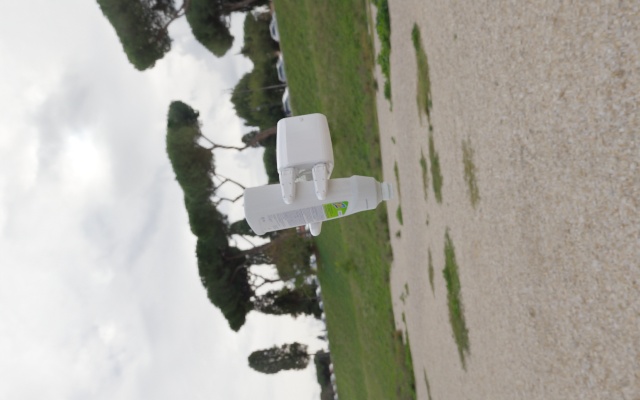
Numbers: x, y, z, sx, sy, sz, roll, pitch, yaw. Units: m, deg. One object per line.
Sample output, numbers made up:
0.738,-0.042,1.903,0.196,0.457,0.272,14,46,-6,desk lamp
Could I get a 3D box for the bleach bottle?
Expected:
0.000,0.003,0.828,0.251,0.068,0.103,-8,-25,5,bleach bottle
